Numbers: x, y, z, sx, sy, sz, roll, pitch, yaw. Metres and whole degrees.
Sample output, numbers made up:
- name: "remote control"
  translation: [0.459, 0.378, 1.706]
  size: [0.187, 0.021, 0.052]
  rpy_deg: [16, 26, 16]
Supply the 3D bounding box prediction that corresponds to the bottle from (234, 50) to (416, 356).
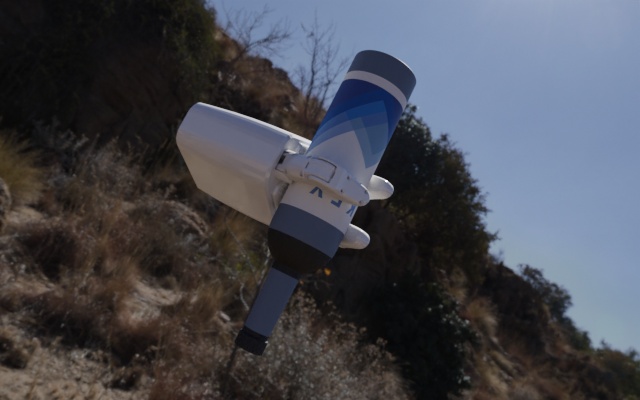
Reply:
- name: "bottle"
  translation: [0.000, 0.001, 0.447]
  size: [0.069, 0.295, 0.069]
  rpy_deg: [25, -10, 5]
